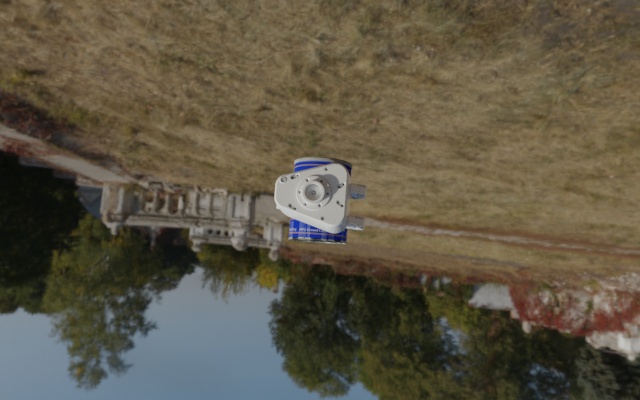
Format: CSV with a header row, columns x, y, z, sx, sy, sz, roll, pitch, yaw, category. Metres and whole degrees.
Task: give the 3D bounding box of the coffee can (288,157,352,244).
x,y,z,sx,sy,sz,roll,pitch,yaw,category
0.000,0.003,0.838,0.103,0.140,0.103,4,-7,1,coffee can
